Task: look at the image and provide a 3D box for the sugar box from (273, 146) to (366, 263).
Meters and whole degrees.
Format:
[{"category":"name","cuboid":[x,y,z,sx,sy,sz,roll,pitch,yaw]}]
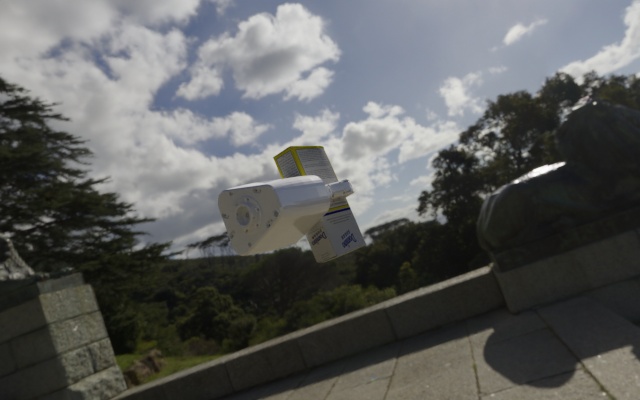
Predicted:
[{"category":"sugar box","cuboid":[0.000,0.003,0.734,0.048,0.176,0.093,-25,-8,34]}]
